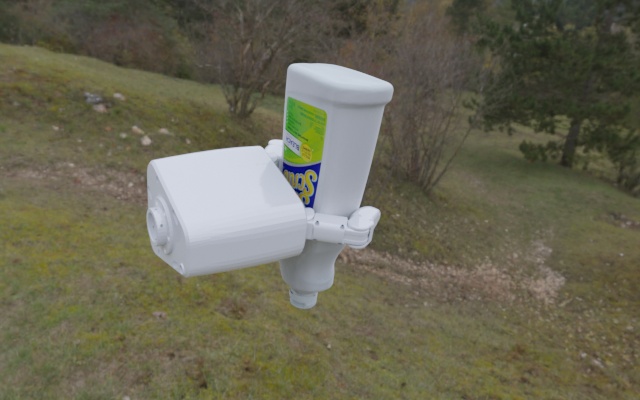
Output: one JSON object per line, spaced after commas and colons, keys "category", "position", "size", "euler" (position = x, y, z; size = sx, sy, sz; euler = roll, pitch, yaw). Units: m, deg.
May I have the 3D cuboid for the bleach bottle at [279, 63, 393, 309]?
{"category": "bleach bottle", "position": [0.000, 0.001, 0.469], "size": [0.068, 0.251, 0.102], "euler": [-10, 30, -34]}
